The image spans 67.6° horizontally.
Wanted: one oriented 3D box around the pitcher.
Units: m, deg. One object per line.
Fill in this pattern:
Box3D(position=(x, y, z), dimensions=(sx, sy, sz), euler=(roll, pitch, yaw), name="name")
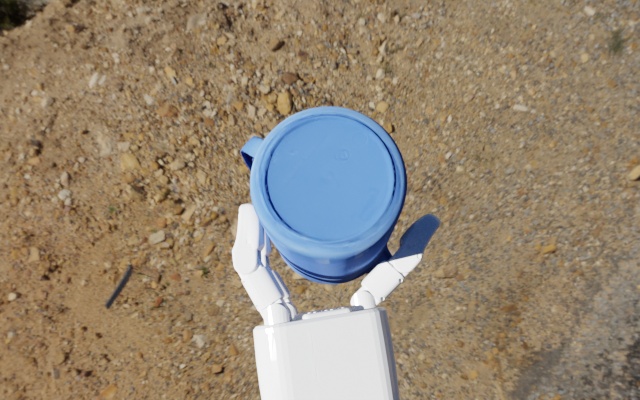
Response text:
Box3D(position=(0.000, 0.002, 0.435), dimensions=(0.149, 0.145, 0.243), euler=(-6, -11, 1), name="pitcher")
